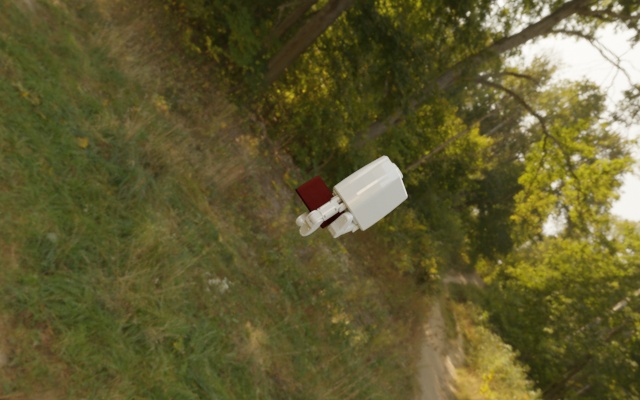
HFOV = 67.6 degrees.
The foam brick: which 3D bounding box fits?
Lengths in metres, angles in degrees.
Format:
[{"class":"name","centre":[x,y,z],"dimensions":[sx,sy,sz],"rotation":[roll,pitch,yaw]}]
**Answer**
[{"class":"foam brick","centre":[0.000,0.003,0.861],"dimensions":[0.051,0.078,0.053],"rotation":[-35,-16,0]}]
